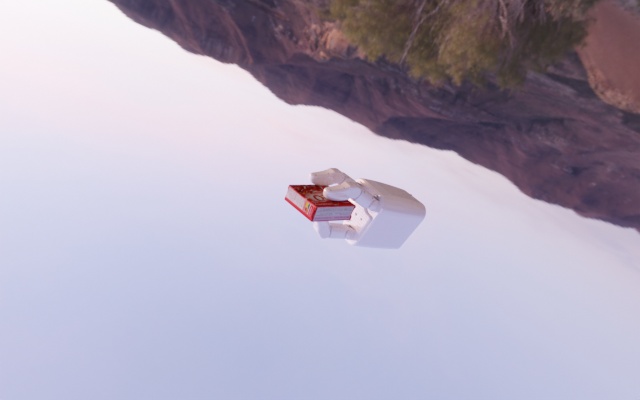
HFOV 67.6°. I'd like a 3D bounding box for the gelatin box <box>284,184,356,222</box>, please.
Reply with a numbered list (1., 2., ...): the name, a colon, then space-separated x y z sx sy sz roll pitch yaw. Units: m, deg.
1. gelatin box: 0.000 0.003 0.755 0.089 0.030 0.073 -2 30 -43
